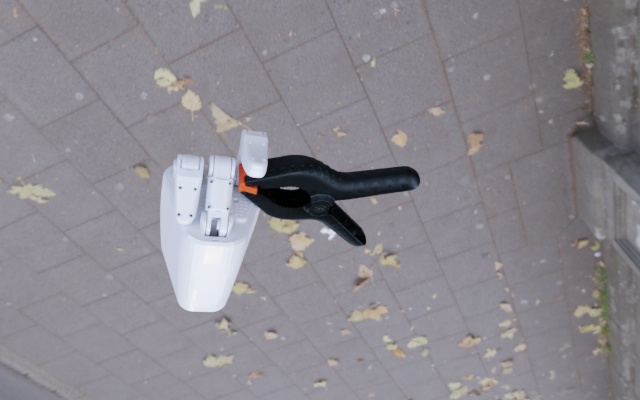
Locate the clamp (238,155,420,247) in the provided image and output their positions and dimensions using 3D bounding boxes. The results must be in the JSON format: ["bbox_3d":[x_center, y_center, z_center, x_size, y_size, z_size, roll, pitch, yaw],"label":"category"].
[{"bbox_3d":[0.000,0.002,0.475,0.171,0.120,0.039,8,43,-15],"label":"clamp"}]
